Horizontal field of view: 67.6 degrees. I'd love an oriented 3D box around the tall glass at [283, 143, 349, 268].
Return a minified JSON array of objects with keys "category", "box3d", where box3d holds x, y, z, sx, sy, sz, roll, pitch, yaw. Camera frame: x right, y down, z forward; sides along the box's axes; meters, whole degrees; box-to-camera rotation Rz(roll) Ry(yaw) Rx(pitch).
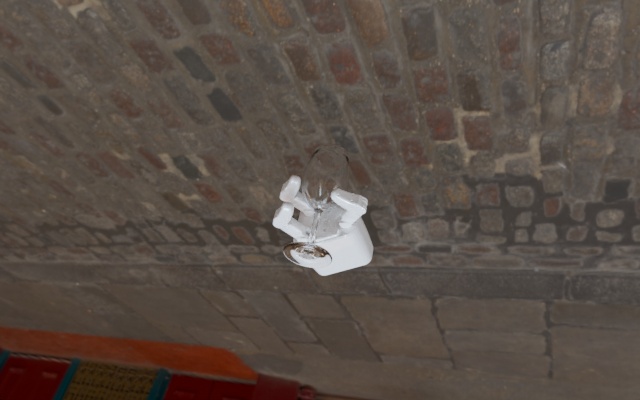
[{"category":"tall glass","box3d":[0.000,0.003,0.763,0.079,0.201,0.079,9,-34,6]}]
